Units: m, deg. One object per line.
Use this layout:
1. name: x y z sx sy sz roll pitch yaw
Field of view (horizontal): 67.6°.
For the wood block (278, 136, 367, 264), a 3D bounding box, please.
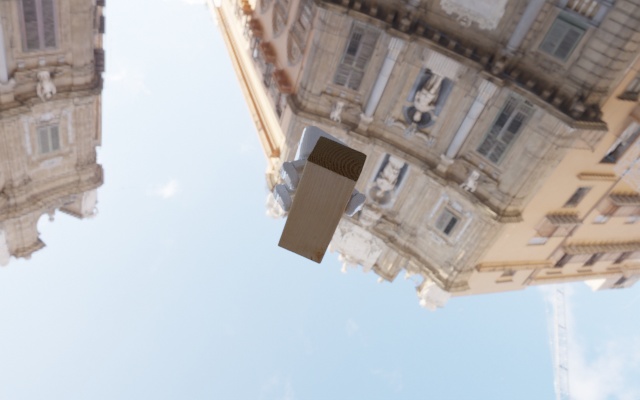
1. wood block: 0.000 0.003 0.859 0.091 0.206 0.090 23 39 2
